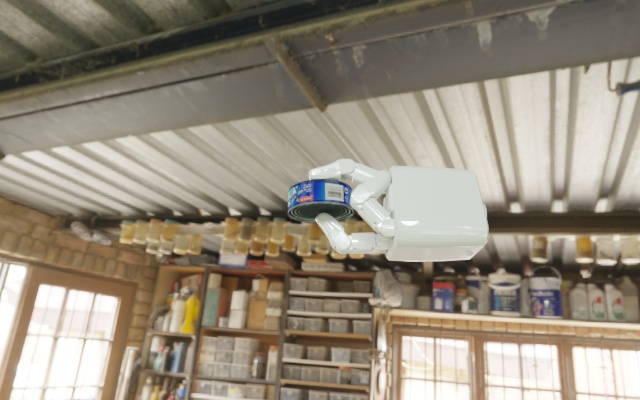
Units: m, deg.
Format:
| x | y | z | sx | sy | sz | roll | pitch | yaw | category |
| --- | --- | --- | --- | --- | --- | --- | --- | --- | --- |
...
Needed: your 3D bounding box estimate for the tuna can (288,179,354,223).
| x | y | z | sx | sy | sz | roll | pitch | yaw | category |
| --- | --- | --- | --- | --- | --- | --- | --- | --- | --- |
| 0.000 | 0.001 | 0.621 | 0.086 | 0.033 | 0.086 | -1 | -19 | 0 | tuna can |
